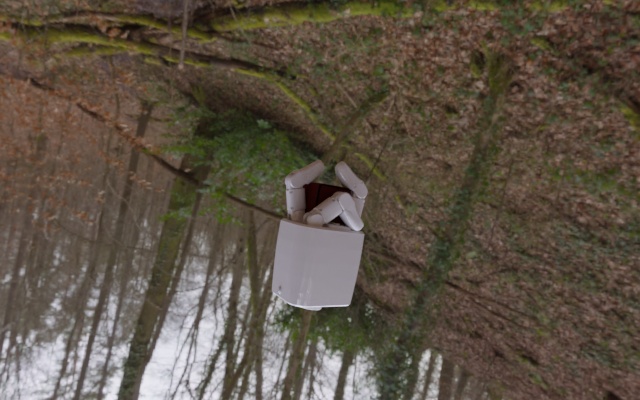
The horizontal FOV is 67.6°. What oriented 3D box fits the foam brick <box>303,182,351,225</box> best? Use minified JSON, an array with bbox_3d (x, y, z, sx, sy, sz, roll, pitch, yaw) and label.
[{"bbox_3d":[0.000,0.002,0.685,0.053,0.051,0.078,9,0,-26],"label":"foam brick"}]
